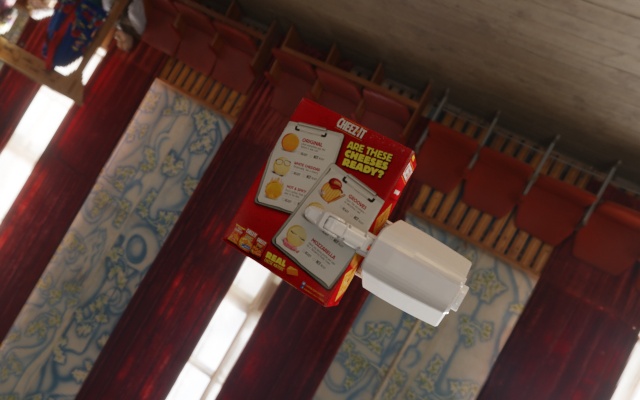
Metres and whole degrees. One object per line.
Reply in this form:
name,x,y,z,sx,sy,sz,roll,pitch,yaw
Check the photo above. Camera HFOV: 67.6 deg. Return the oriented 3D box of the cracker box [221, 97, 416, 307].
cracker box,0.000,0.002,0.614,0.164,0.213,0.072,29,-2,18
